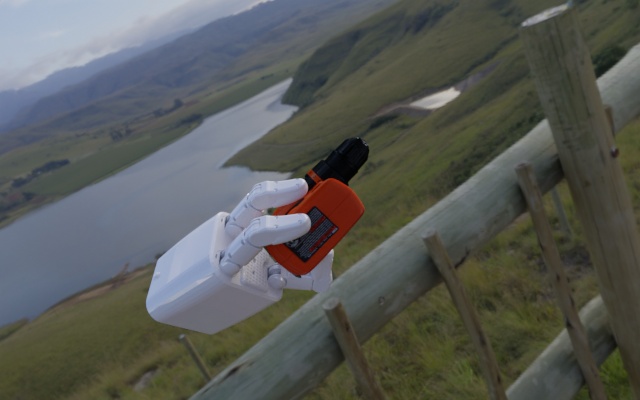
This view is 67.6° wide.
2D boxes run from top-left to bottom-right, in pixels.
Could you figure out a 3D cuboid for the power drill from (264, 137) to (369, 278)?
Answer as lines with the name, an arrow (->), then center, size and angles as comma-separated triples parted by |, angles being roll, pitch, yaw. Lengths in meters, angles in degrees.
power drill -> 0.000, 0.002, 0.561 | 0.057, 0.184, 0.187 | 41, 5, -8
